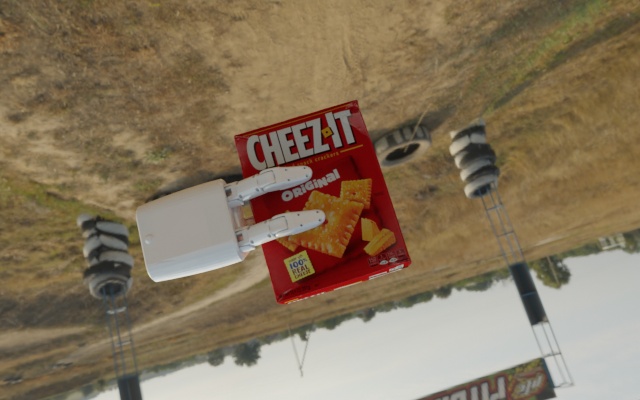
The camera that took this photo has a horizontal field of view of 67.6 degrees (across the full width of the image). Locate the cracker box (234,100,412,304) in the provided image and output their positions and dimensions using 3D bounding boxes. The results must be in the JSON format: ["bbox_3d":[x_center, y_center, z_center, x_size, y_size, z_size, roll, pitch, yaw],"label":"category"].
[{"bbox_3d":[0.000,0.002,0.589,0.164,0.213,0.072,-16,-13,0],"label":"cracker box"}]
